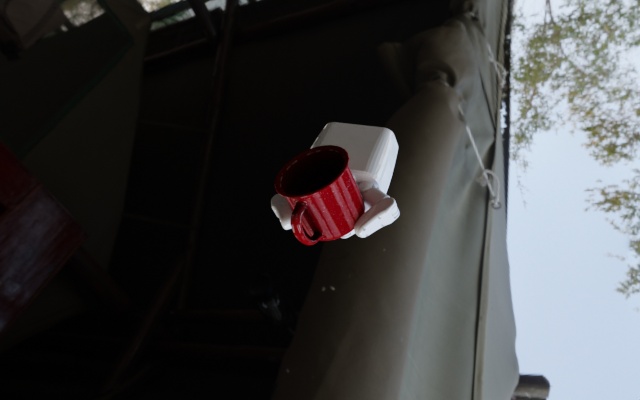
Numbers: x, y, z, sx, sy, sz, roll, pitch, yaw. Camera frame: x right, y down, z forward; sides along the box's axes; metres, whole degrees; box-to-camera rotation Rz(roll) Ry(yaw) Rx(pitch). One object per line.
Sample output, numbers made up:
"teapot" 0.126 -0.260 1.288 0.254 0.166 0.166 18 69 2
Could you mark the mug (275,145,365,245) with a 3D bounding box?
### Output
"mug" 0.000 0.003 0.566 0.093 0.081 0.117 -3 43 31
